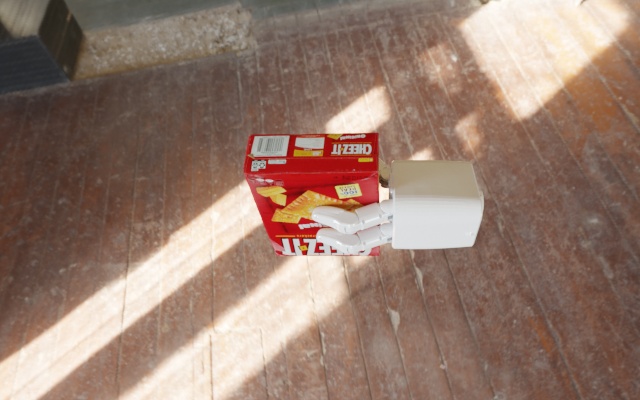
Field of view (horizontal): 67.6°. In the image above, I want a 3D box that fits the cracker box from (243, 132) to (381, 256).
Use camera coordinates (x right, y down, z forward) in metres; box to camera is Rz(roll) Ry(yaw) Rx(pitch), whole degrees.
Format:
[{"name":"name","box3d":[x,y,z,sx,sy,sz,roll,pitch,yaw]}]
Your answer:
[{"name":"cracker box","box3d":[0.000,0.002,0.655,0.164,0.072,0.214,0,-35,7]}]
